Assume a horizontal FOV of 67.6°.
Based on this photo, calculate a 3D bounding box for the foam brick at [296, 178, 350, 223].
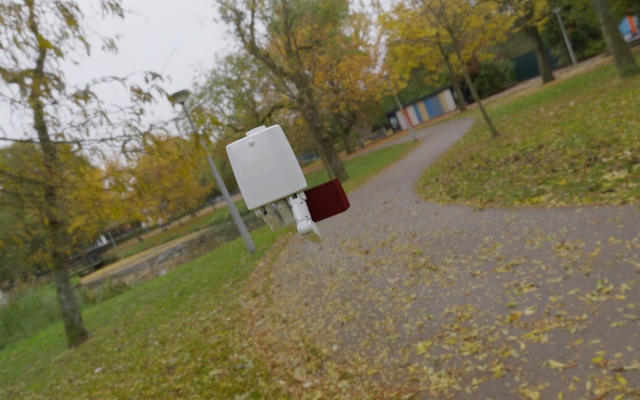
[{"bbox_3d":[0.000,0.002,0.758,0.078,0.051,0.053,-21,4,12],"label":"foam brick"}]
